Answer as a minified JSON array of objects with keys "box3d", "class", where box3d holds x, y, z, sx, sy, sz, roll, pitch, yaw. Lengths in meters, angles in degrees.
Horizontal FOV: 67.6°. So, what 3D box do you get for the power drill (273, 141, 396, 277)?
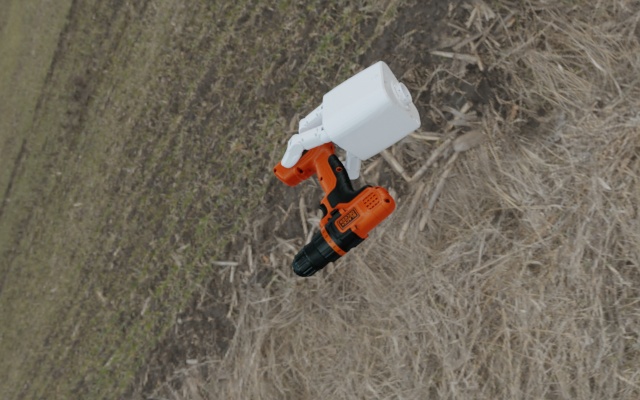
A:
[{"box3d":[0.000,0.002,0.739,0.184,0.187,0.057,-39,-31,10],"class":"power drill"}]
